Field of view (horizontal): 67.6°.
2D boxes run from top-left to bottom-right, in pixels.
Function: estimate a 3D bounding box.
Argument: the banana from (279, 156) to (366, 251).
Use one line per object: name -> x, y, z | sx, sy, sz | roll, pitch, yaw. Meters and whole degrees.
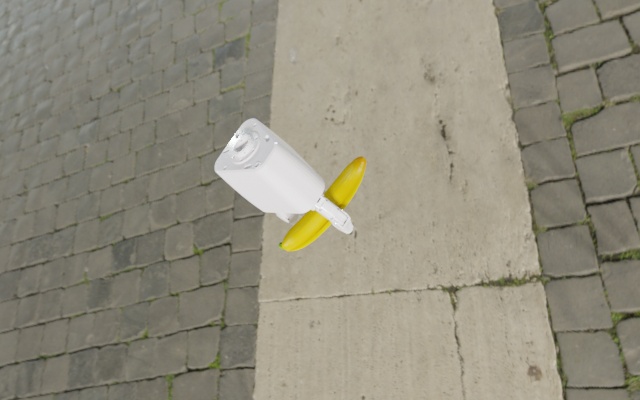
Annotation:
banana -> 0.002, 0.013, 0.720 | 0.037, 0.198, 0.069 | 39, 12, -27
